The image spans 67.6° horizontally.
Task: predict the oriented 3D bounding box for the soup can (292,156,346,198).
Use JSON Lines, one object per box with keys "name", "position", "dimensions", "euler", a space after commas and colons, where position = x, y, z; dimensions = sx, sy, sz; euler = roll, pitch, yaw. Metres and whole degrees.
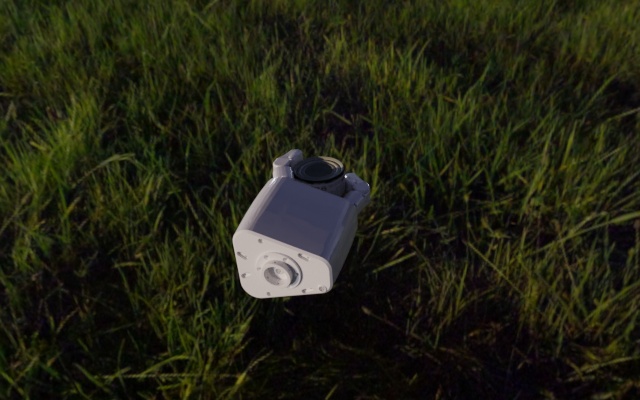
{"name": "soup can", "position": [0.000, 0.002, 0.625], "dimensions": [0.068, 0.102, 0.068], "euler": [-3, 32, 2]}
